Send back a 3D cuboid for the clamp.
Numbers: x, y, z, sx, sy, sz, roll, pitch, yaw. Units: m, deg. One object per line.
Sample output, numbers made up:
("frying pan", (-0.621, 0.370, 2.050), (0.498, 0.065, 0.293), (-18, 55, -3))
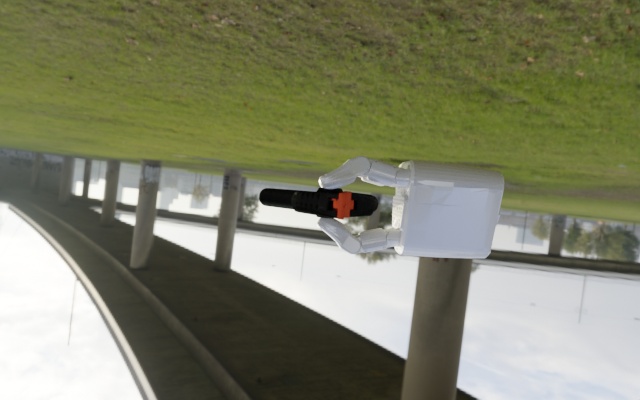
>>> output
("clamp", (0.000, 0.003, 0.575), (0.164, 0.036, 0.210), (3, 1, -1))
